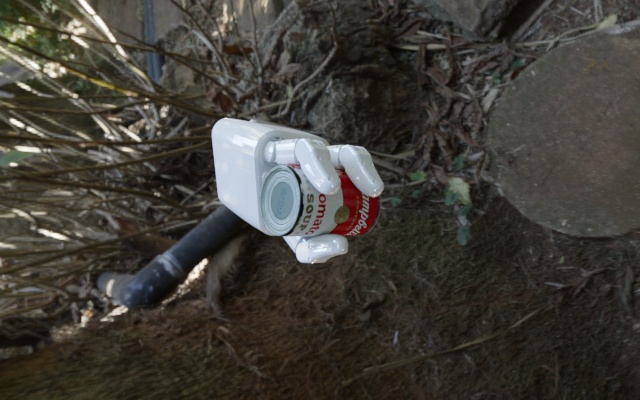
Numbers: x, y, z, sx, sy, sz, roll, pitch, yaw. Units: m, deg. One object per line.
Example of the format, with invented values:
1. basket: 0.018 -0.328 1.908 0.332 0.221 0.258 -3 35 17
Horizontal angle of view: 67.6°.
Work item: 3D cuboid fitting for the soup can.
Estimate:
1. soup can: 0.000 0.002 0.465 0.102 0.068 0.068 3 -2 -41
